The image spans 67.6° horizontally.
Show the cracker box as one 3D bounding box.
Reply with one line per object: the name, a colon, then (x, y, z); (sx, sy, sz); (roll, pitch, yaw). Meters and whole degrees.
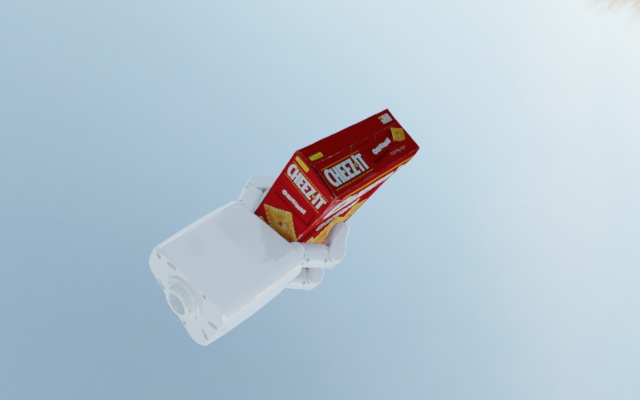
cracker box: (0.000, 0.002, 0.576); (0.164, 0.072, 0.214); (-32, -12, -42)
